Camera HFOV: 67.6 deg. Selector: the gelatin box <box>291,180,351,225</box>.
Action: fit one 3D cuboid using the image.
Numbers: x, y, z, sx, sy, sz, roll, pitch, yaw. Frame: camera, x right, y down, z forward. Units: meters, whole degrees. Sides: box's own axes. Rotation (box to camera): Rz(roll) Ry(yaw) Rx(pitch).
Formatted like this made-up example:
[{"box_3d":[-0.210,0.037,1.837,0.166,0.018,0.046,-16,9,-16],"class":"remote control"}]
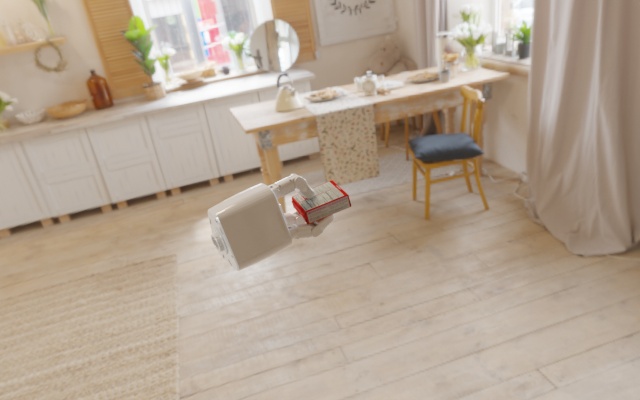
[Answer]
[{"box_3d":[0.000,0.002,0.868,0.089,0.030,0.073,-23,30,-13],"class":"gelatin box"}]
